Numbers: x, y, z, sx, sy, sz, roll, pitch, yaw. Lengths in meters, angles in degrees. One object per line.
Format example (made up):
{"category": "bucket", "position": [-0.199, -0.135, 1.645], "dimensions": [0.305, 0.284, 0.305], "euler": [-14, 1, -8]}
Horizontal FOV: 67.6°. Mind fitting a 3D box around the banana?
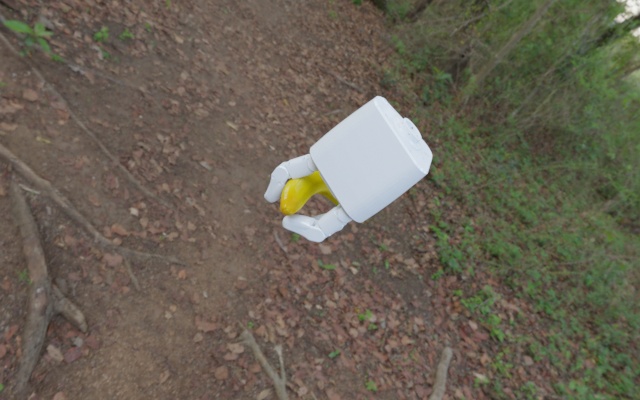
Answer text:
{"category": "banana", "position": [-0.006, -0.015, 0.671], "dimensions": [0.037, 0.069, 0.198], "euler": [-28, -13, 24]}
